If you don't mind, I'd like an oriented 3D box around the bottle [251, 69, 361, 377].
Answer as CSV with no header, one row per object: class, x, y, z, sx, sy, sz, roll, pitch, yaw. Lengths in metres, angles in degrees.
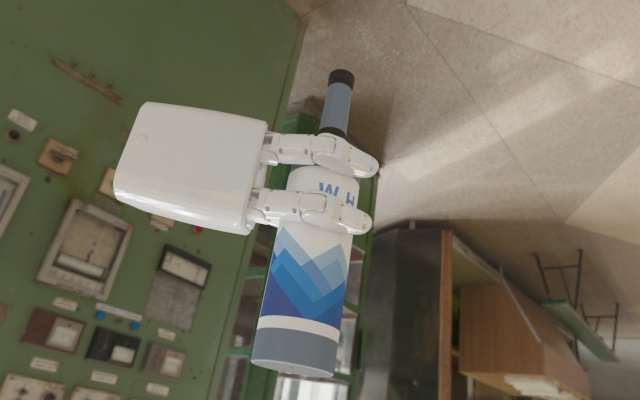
bottle,0.000,0.002,0.437,0.069,0.295,0.069,8,-26,4
